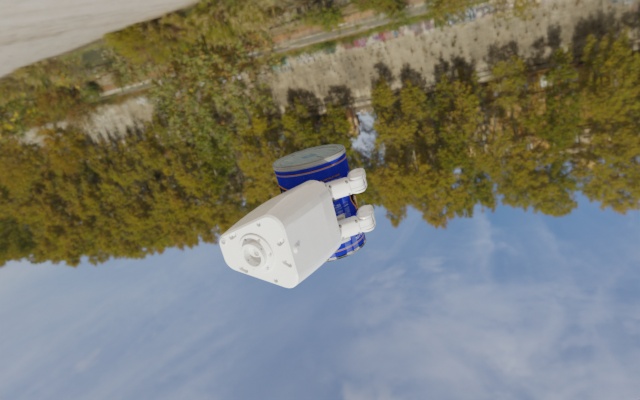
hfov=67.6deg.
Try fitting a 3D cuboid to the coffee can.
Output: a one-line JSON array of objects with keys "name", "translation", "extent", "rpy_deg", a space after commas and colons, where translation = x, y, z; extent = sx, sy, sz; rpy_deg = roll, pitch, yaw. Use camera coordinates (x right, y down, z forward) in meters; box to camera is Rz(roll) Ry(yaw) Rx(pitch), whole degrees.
[{"name": "coffee can", "translation": [0.000, 0.002, 0.674], "extent": [0.103, 0.140, 0.102], "rpy_deg": [-14, 16, 4]}]
